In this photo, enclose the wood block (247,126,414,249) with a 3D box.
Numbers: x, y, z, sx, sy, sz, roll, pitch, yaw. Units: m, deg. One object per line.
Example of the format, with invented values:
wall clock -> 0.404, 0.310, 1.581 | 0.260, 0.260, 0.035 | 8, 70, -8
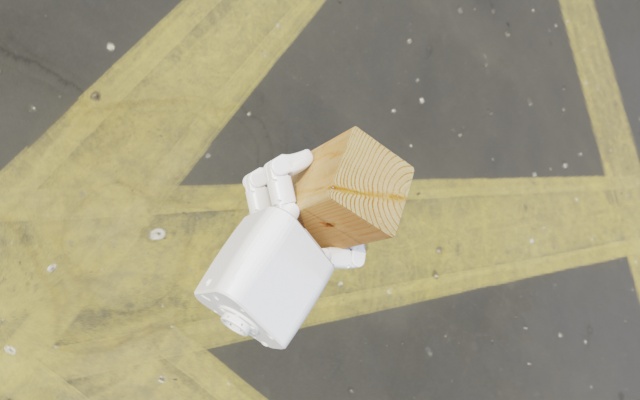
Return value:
wood block -> 0.000, 0.002, 0.570 | 0.091, 0.090, 0.206 | 32, -27, -23
